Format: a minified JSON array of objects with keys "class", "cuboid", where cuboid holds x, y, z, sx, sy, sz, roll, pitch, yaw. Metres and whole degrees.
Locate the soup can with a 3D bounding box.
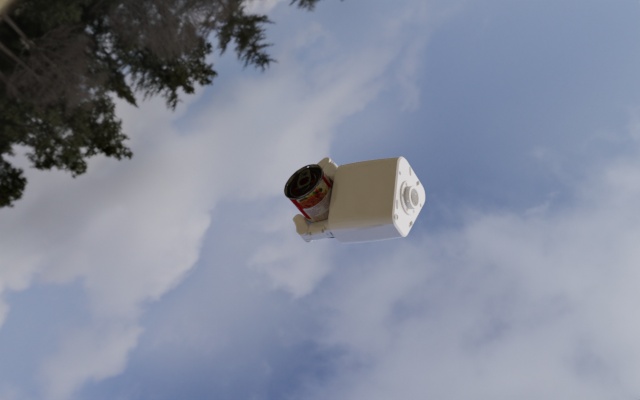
[{"class":"soup can","cuboid":[0.000,0.003,0.735,0.068,0.068,0.102,0,-39,42]}]
